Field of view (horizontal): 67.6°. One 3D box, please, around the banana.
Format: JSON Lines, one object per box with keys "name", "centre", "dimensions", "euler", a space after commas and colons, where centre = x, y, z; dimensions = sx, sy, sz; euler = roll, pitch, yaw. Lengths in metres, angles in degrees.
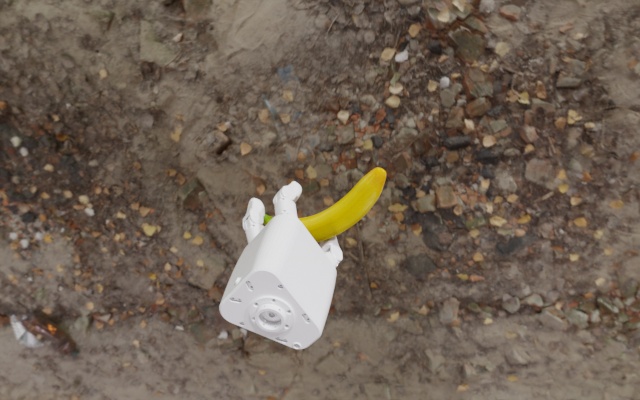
{"name": "banana", "centre": [0.005, 0.019, 0.639], "dimensions": [0.198, 0.070, 0.037], "euler": [-19, 21, 20]}
